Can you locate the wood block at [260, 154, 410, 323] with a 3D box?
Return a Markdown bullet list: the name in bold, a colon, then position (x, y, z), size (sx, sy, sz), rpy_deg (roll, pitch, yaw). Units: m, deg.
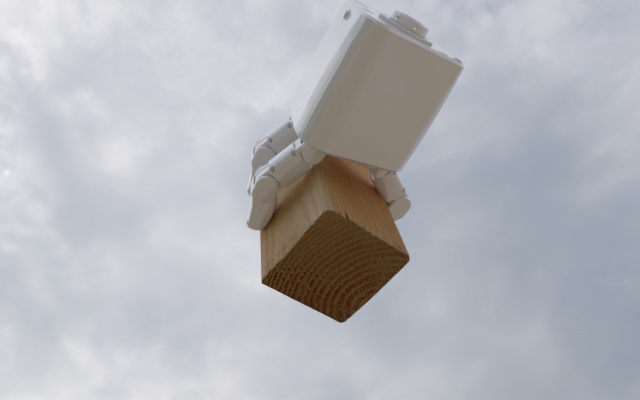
- **wood block**: position (0.001, 0.001, 0.464), size (0.091, 0.090, 0.206), rpy_deg (32, 23, -24)
